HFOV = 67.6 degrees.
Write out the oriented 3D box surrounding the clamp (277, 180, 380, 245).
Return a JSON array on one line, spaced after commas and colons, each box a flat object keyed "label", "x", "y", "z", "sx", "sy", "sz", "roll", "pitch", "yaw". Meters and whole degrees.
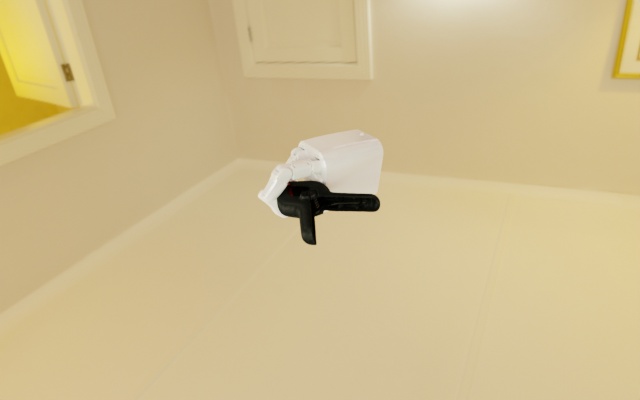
[{"label": "clamp", "x": 0.000, "y": 0.003, "z": 0.673, "sx": 0.120, "sy": 0.039, "sz": 0.171, "roll": -17, "pitch": 28, "yaw": -21}]
